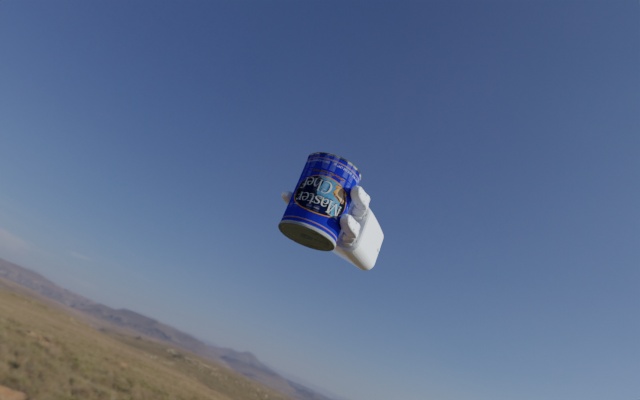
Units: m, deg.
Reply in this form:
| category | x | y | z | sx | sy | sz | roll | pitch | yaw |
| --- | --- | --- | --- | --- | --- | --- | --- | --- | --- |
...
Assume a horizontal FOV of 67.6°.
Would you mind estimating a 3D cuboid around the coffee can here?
| category | x | y | z | sx | sy | sz | roll | pitch | yaw |
| --- | --- | --- | --- | --- | --- | --- | --- | --- | --- |
| coffee can | 0.000 | 0.003 | 0.827 | 0.103 | 0.140 | 0.103 | 19 | -22 | 8 |
